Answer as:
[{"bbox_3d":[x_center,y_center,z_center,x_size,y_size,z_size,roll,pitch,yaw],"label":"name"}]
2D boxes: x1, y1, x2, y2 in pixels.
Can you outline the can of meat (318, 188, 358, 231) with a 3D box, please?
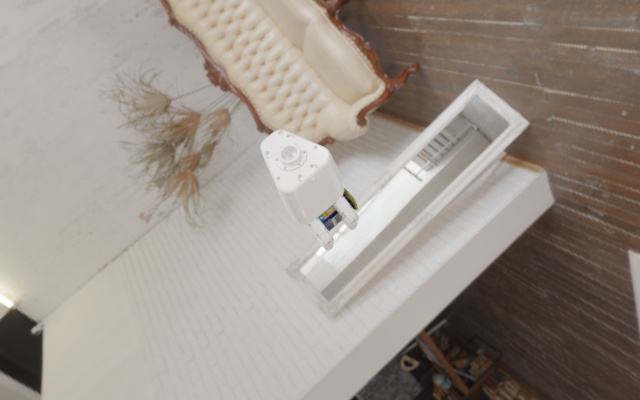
[{"bbox_3d":[0.000,0.003,0.828,0.102,0.084,0.057,45,-11,25],"label":"can of meat"}]
